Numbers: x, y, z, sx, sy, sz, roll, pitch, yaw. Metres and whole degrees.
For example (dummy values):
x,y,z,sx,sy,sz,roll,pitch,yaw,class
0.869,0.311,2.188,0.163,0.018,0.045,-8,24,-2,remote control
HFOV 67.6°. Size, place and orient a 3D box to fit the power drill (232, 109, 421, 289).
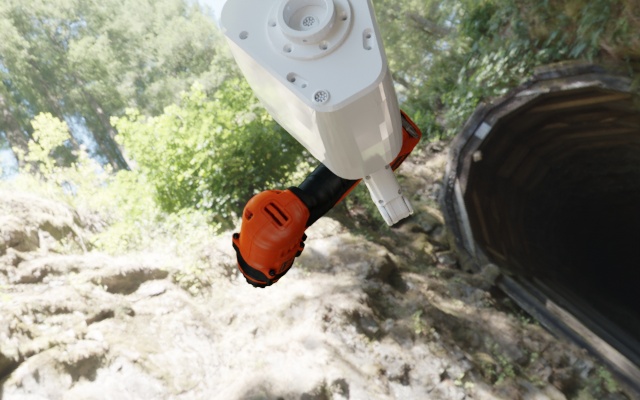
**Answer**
x,y,z,sx,sy,sz,roll,pitch,yaw,class
0.000,0.001,0.439,0.187,0.057,0.184,-44,-6,-22,power drill
